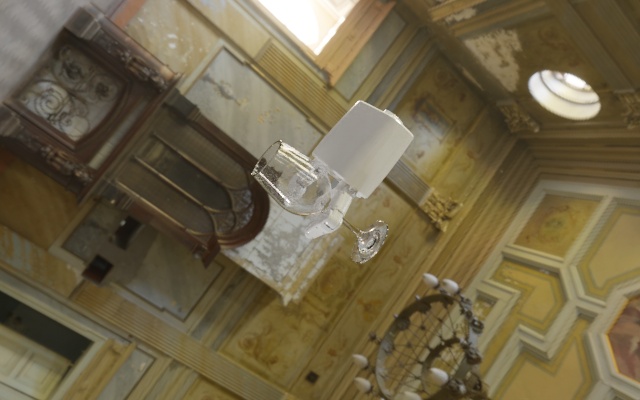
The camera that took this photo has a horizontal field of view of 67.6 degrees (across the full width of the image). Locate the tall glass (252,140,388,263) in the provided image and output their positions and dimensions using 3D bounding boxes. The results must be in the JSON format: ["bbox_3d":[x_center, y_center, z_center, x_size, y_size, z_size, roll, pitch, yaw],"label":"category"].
[{"bbox_3d":[0.001,0.003,0.669,0.201,0.079,0.079,39,-16,-20],"label":"tall glass"}]
